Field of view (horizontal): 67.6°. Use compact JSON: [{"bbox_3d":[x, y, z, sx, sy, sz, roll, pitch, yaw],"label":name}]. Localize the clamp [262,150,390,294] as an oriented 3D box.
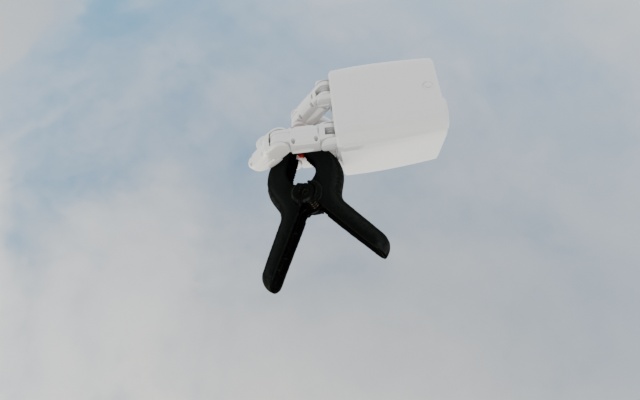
[{"bbox_3d":[0.000,0.002,0.469,0.120,0.171,0.039,-8,-29,6],"label":"clamp"}]
